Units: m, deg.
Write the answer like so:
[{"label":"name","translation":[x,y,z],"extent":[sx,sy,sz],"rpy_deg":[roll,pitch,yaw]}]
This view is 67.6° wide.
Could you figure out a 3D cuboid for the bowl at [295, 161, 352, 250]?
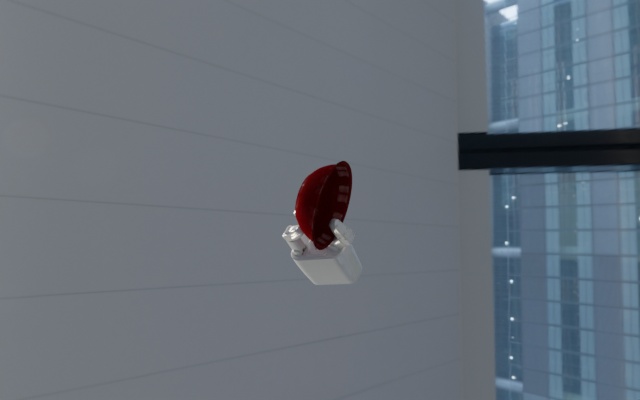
[{"label":"bowl","translation":[0.000,0.002,0.844],"extent":[0.055,0.162,0.162],"rpy_deg":[17,6,21]}]
